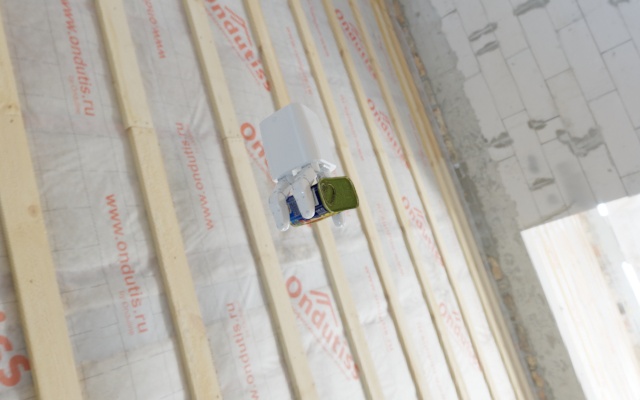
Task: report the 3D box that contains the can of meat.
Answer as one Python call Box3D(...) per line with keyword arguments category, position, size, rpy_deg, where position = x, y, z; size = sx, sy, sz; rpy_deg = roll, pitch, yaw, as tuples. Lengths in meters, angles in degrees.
Box3D(category="can of meat", position=(0.000, 0.003, 0.781), size=(0.084, 0.057, 0.102), rpy_deg=(-24, -8, 34))
